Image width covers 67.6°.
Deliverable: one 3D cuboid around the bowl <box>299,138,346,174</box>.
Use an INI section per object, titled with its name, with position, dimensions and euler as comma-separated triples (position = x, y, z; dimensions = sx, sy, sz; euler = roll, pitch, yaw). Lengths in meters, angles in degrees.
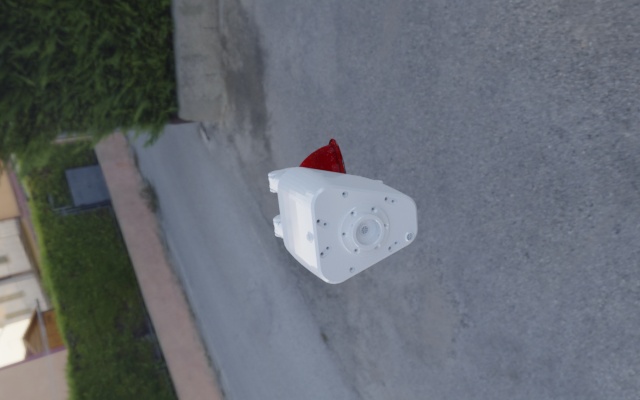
[bowl]
position = 0.000, 0.002, 0.628
dimensions = 0.055, 0.162, 0.162
euler = -7, 1, -6
